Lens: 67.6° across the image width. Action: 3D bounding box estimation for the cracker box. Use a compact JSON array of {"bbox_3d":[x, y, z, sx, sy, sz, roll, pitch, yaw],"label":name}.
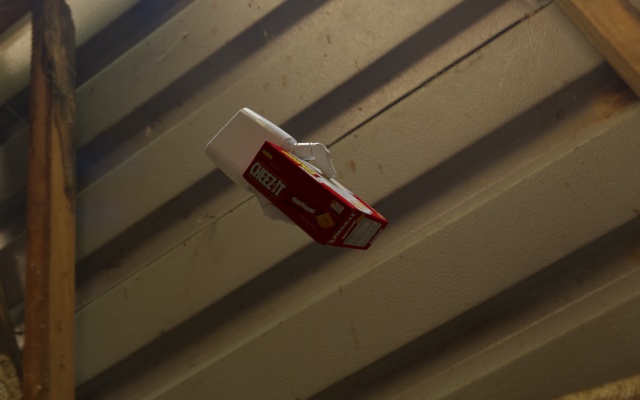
[{"bbox_3d":[0.000,0.002,0.735,0.164,0.072,0.214,38,7,21],"label":"cracker box"}]
